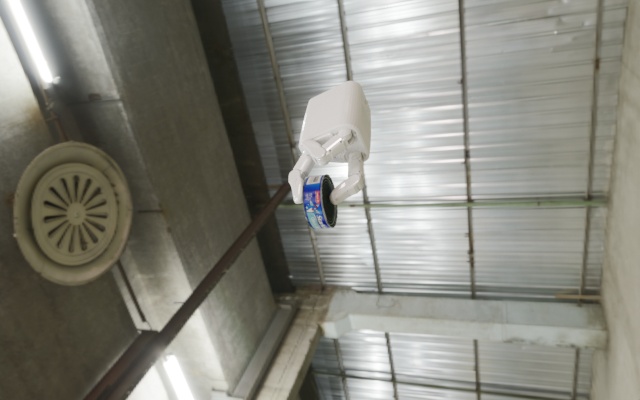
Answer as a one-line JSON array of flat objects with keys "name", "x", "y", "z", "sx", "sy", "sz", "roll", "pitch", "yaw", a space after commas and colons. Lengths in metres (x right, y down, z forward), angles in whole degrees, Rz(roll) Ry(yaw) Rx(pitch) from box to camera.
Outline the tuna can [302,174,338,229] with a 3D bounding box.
[{"name": "tuna can", "x": 0.000, "y": 0.003, "z": 0.761, "sx": 0.034, "sy": 0.086, "sz": 0.086, "roll": -7, "pitch": -2, "yaw": 16}]
